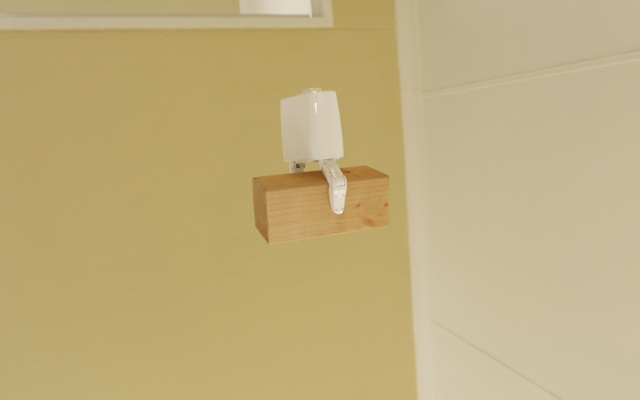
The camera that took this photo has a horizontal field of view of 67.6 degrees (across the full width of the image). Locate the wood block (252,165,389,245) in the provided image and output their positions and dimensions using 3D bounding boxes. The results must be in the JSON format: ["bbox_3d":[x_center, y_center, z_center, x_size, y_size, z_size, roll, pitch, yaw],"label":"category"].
[{"bbox_3d":[0.000,0.002,0.787,0.206,0.090,0.090,-7,18,-19],"label":"wood block"}]
